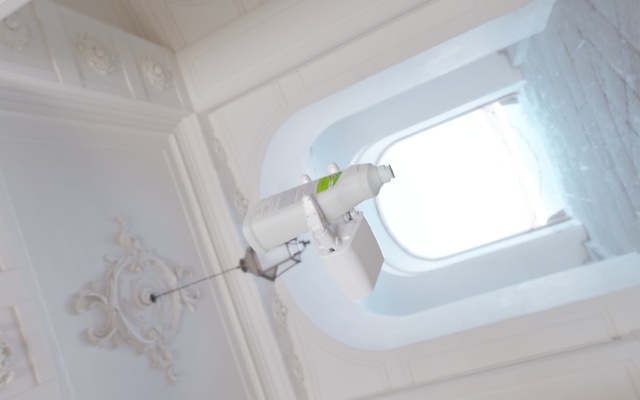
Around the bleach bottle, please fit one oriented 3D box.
[{"bbox_3d":[0.000,0.002,0.775,0.251,0.068,0.102,-22,28,18],"label":"bleach bottle"}]
